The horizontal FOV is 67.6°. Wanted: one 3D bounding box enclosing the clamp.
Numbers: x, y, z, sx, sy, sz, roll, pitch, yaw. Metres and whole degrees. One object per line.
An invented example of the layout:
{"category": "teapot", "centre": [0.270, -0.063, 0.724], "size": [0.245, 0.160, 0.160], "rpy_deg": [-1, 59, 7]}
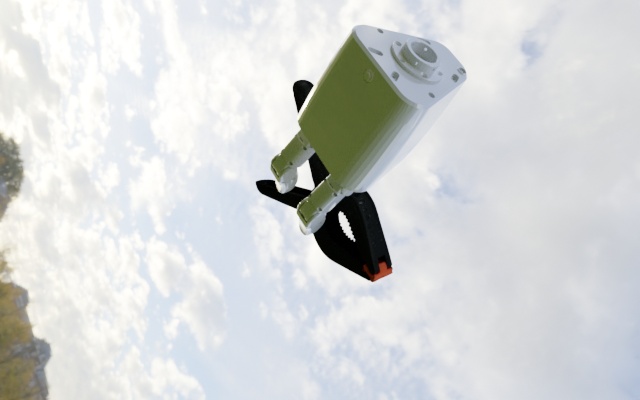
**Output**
{"category": "clamp", "centre": [0.001, 0.002, 0.510], "size": [0.036, 0.210, 0.165], "rpy_deg": [-17, -24, -36]}
